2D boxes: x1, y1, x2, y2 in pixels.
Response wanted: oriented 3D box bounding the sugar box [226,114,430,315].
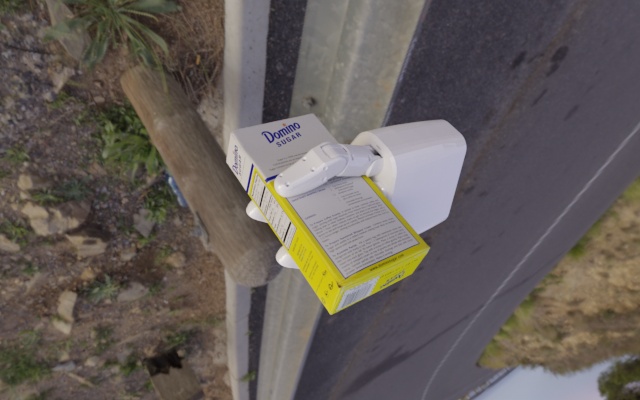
[{"bbox_3d":[0.000,0.002,0.413,0.093,0.048,0.176,-18,55,-32],"label":"sugar box"}]
